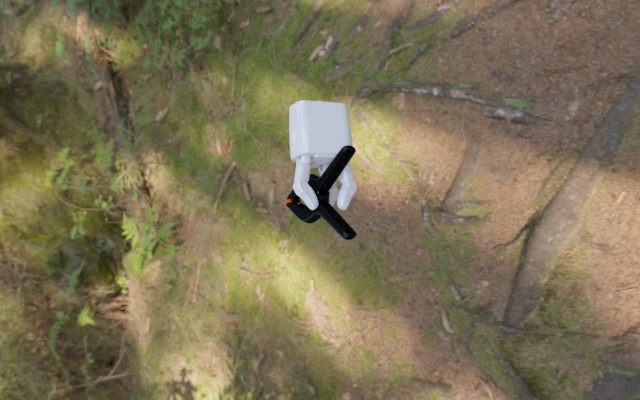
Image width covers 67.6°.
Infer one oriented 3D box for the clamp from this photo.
[{"bbox_3d":[-0.001,0.003,0.894,0.036,0.164,0.210,6,-15,-35],"label":"clamp"}]
